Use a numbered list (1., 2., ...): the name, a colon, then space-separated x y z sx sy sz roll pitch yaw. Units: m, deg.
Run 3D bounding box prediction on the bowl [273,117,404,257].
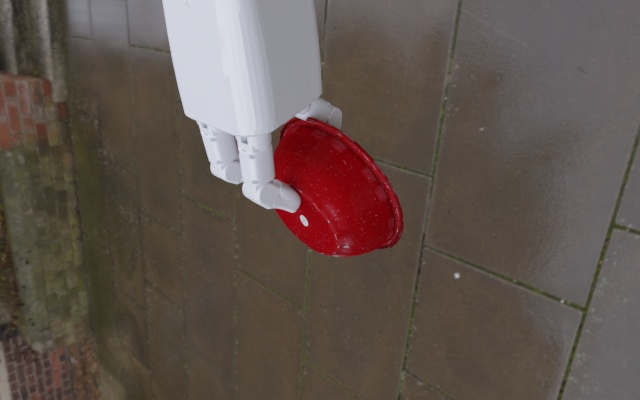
1. bowl: 0.000 0.003 0.467 0.055 0.162 0.162 -42 21 -25
